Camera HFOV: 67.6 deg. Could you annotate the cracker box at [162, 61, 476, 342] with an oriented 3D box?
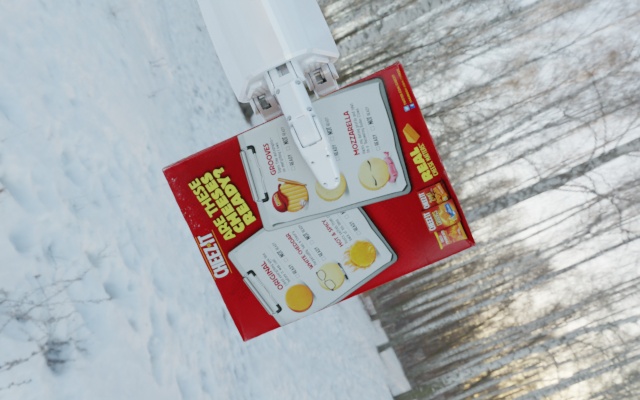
[{"bbox_3d":[0.000,0.001,0.420,0.214,0.164,0.072,-24,4,5],"label":"cracker box"}]
